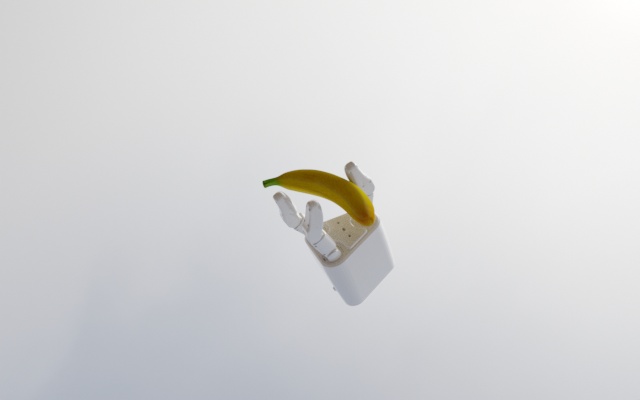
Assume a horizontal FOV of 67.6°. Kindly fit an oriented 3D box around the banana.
[{"bbox_3d":[0.009,-0.010,0.659,0.197,0.037,0.069,18,48,39],"label":"banana"}]
